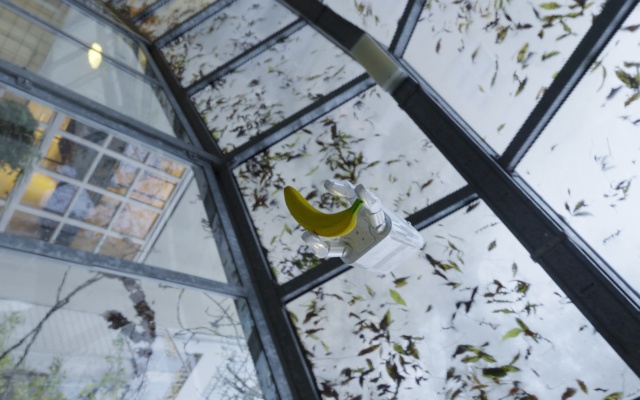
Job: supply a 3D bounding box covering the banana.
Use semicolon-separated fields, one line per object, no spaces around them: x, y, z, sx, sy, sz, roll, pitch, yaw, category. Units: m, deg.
-0.004;0.021;0.773;0.037;0.069;0.198;23;-8;-40;banana
